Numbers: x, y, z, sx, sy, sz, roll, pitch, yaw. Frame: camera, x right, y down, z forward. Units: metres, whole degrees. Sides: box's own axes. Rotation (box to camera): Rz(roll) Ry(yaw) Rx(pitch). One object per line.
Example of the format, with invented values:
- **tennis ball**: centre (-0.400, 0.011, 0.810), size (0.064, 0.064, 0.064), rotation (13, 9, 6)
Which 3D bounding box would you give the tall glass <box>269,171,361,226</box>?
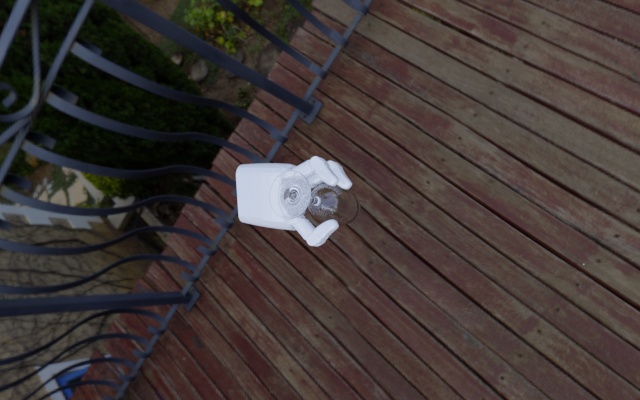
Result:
- **tall glass**: centre (0.000, 0.003, 0.808), size (0.079, 0.079, 0.201), rotation (0, -7, 29)
